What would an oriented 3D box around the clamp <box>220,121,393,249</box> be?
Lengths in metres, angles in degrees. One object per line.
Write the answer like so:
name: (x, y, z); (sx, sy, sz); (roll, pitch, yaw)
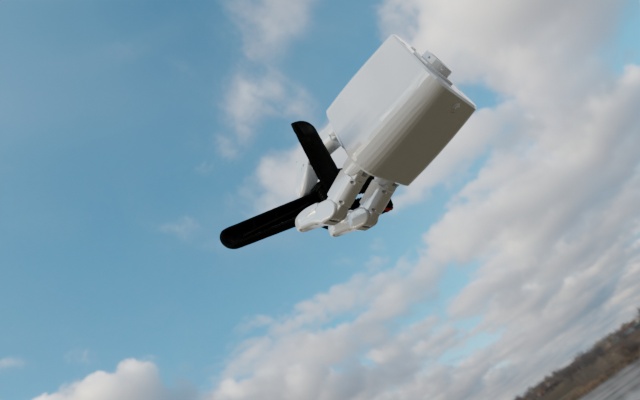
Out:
clamp: (0.000, 0.001, 0.529); (0.210, 0.036, 0.165); (13, -52, -48)
